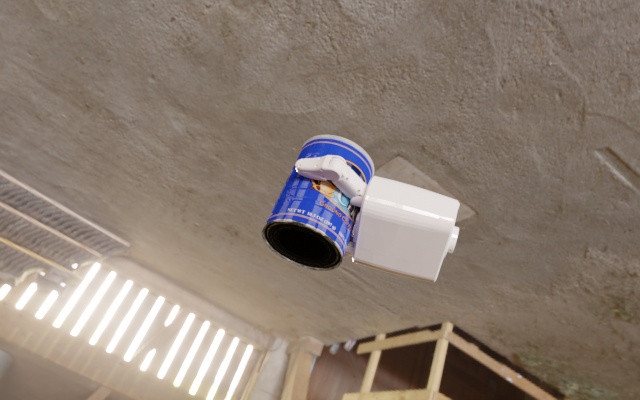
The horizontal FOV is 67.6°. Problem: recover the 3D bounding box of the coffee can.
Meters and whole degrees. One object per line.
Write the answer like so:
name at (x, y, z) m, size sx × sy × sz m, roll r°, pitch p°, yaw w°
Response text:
coffee can at (0.000, 0.002, 0.602) m, size 0.103 × 0.140 × 0.103 m, roll 16°, pitch -34°, yaw 11°
